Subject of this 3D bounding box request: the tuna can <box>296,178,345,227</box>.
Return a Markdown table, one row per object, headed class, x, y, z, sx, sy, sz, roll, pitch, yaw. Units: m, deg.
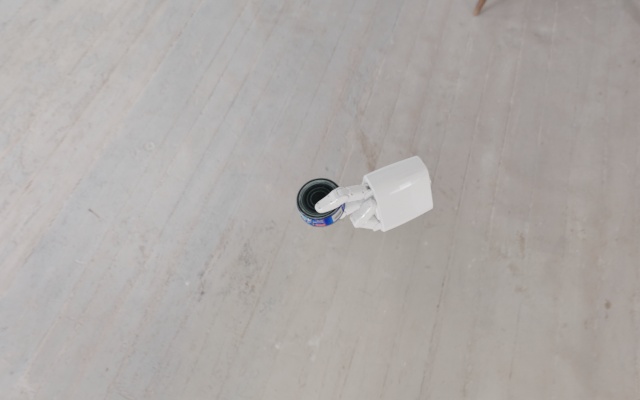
| class | x | y | z | sx | sy | sz | roll | pitch | yaw |
| --- | --- | --- | --- | --- | --- | --- | --- | --- | --- |
| tuna can | 0.000 | 0.003 | 0.856 | 0.086 | 0.086 | 0.034 | 0 | -28 | 11 |
